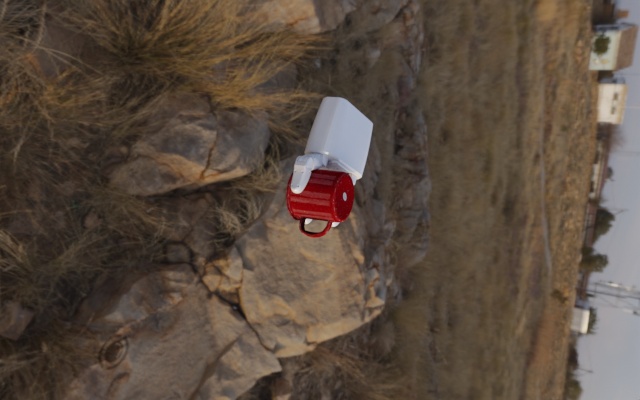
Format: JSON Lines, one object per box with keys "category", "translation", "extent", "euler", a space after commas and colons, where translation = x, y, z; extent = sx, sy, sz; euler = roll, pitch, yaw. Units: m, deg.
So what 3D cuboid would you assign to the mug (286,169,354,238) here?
{"category": "mug", "translation": [0.000, 0.004, 0.767], "extent": [0.081, 0.117, 0.093], "euler": [7, -15, 28]}
